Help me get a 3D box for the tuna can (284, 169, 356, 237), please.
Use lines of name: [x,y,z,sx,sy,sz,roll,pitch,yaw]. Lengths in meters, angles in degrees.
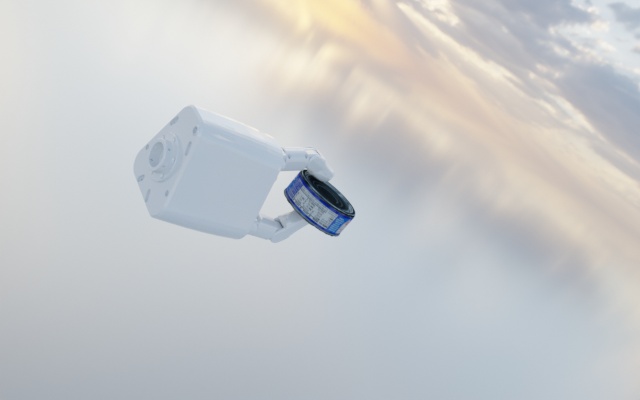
tuna can: [0.000,0.001,0.566,0.086,0.034,0.086,38,15,-12]
